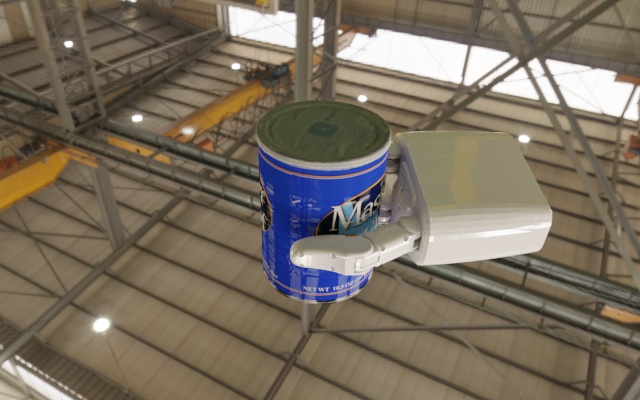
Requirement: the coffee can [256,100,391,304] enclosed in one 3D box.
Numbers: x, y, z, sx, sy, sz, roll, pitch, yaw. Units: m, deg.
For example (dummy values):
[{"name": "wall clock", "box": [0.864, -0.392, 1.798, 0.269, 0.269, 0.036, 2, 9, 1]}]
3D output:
[{"name": "coffee can", "box": [0.000, 0.001, 0.402, 0.103, 0.140, 0.102, 2, 36, -1]}]
